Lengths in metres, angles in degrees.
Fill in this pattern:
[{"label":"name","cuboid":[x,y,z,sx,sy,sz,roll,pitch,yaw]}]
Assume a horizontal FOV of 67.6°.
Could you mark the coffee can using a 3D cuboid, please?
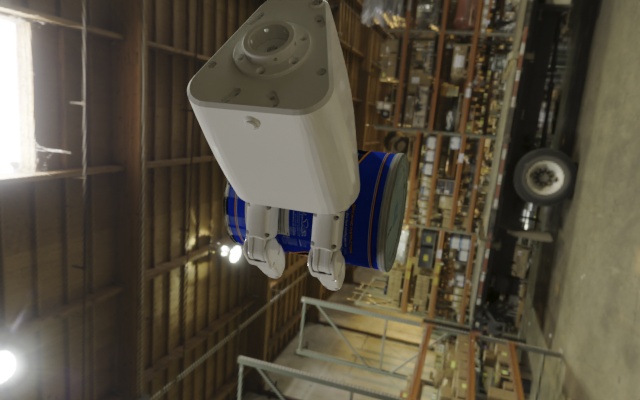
[{"label":"coffee can","cuboid":[0.000,0.001,0.428,0.140,0.103,0.103,8,2,16]}]
